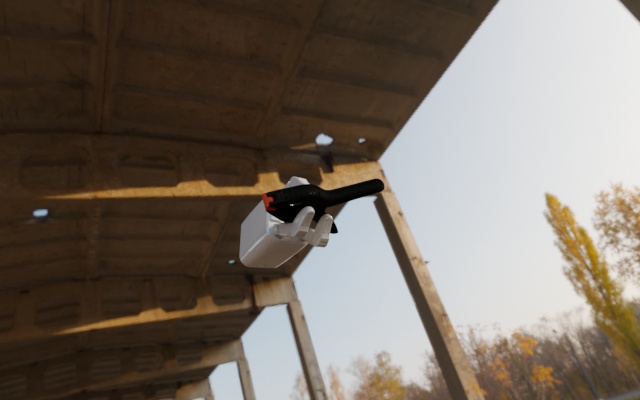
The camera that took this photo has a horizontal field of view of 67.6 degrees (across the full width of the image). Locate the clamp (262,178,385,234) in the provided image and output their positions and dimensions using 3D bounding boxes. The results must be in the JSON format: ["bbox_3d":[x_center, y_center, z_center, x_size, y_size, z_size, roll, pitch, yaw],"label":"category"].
[{"bbox_3d":[-0.001,0.002,0.826,0.210,0.036,0.165,10,-41,-41],"label":"clamp"}]
